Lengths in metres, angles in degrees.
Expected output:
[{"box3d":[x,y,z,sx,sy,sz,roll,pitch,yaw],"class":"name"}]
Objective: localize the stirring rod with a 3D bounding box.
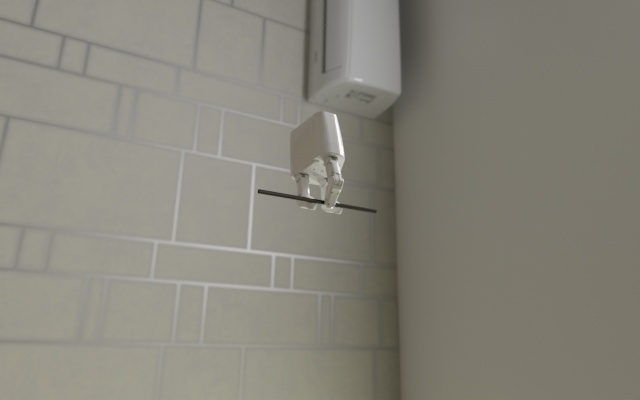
[{"box3d":[0.000,0.003,0.873,0.239,0.011,0.011,10,-4,-26],"class":"stirring rod"}]
